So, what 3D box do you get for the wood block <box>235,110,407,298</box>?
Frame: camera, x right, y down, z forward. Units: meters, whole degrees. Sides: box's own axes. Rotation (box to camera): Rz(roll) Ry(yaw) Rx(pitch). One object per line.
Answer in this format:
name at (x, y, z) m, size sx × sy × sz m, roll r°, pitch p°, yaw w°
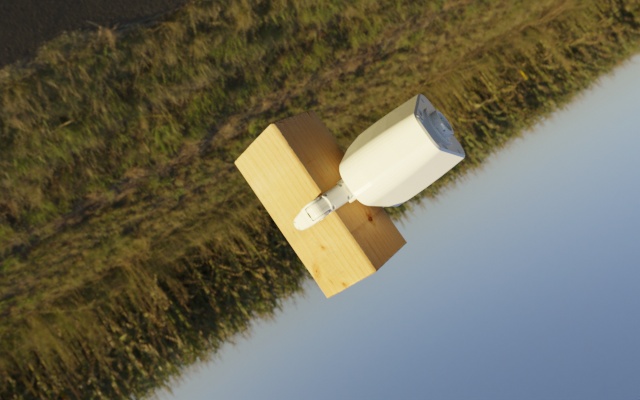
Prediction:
wood block at (0.000, 0.002, 0.597) m, size 0.090 × 0.206 × 0.090 m, roll -38°, pitch -4°, yaw 40°
